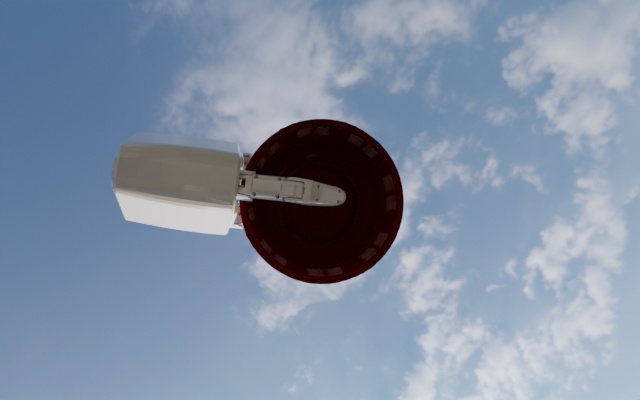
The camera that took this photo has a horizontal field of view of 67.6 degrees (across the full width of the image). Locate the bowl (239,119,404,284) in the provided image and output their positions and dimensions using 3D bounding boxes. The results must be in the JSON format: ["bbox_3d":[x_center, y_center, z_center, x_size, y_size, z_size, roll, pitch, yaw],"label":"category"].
[{"bbox_3d":[0.001,0.002,0.489,0.162,0.162,0.055,0,-3,-5],"label":"bowl"}]
